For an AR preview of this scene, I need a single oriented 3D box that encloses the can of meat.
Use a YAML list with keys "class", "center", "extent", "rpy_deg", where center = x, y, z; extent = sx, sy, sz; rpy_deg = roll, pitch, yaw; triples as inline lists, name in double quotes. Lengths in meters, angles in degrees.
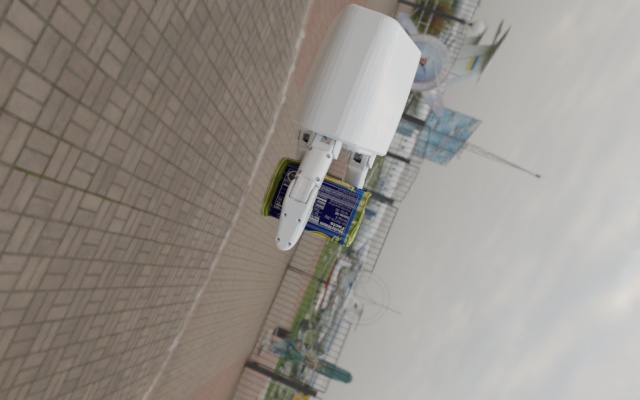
- class: "can of meat"
  center: [0.000, 0.002, 0.453]
  extent: [0.084, 0.057, 0.102]
  rpy_deg: [22, 5, 6]
